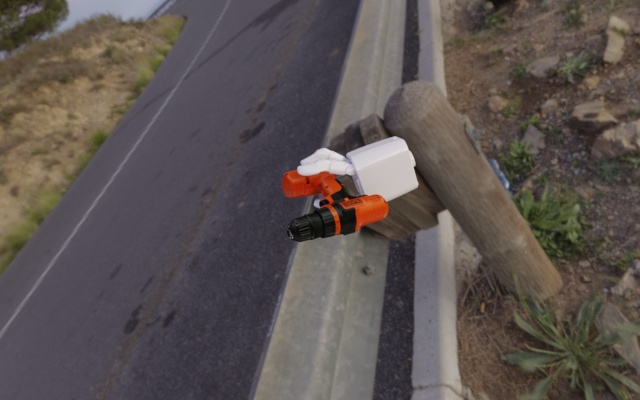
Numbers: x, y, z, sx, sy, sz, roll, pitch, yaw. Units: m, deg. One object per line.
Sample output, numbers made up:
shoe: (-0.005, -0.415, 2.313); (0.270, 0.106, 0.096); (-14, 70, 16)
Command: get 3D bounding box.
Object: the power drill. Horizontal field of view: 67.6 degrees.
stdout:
power drill: (0.000, 0.002, 0.856); (0.184, 0.057, 0.187); (-13, 33, -23)
